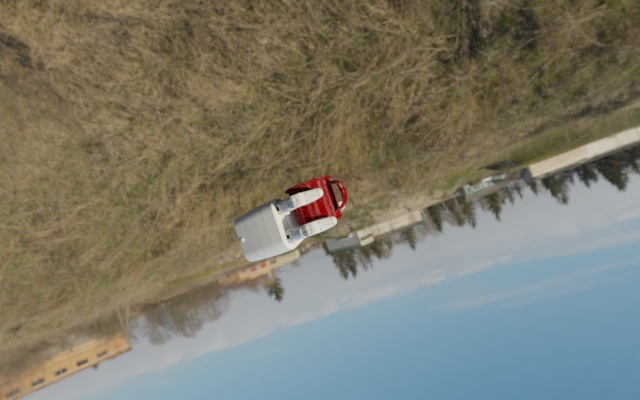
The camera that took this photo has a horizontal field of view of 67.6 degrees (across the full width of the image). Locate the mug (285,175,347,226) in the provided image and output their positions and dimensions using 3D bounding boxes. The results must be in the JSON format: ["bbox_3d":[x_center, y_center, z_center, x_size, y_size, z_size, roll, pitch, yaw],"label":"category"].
[{"bbox_3d":[0.001,0.003,0.881,0.117,0.081,0.093,-22,-5,32],"label":"mug"}]
